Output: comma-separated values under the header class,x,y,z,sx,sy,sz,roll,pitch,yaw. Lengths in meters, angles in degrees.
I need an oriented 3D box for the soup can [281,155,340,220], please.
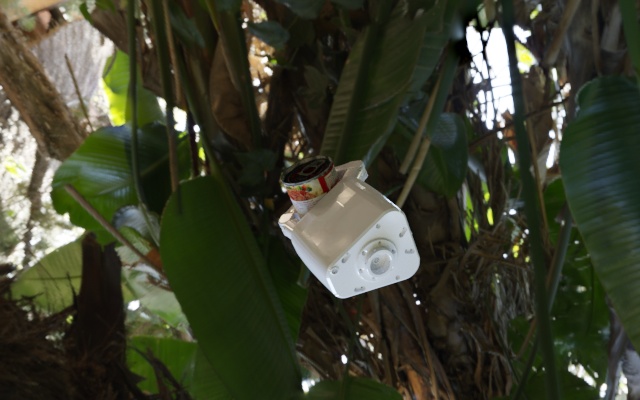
class,x,y,z,sx,sy,sz,roll,pitch,yaw
soup can,0.000,0.002,0.613,0.068,0.102,0.068,-18,28,10
